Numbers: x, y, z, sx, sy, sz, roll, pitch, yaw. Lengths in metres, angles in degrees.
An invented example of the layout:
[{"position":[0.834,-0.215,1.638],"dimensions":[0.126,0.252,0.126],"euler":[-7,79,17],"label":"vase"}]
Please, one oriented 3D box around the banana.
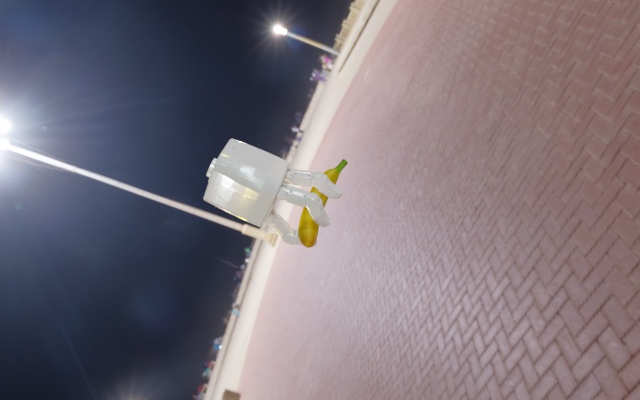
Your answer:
[{"position":[-0.006,0.009,0.831],"dimensions":[0.037,0.197,0.070],"euler":[29,-36,-9],"label":"banana"}]
